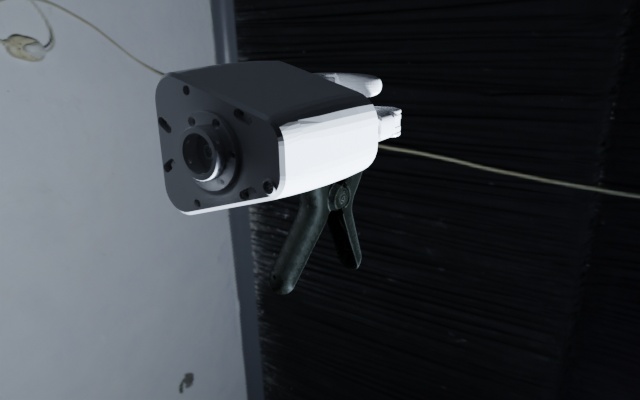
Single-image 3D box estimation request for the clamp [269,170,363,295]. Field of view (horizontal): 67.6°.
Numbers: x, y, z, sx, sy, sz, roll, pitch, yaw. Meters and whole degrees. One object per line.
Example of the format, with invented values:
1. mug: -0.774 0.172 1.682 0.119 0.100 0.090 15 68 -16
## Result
1. clamp: 0.001 0.001 0.427 0.039 0.171 0.120 11 21 32
